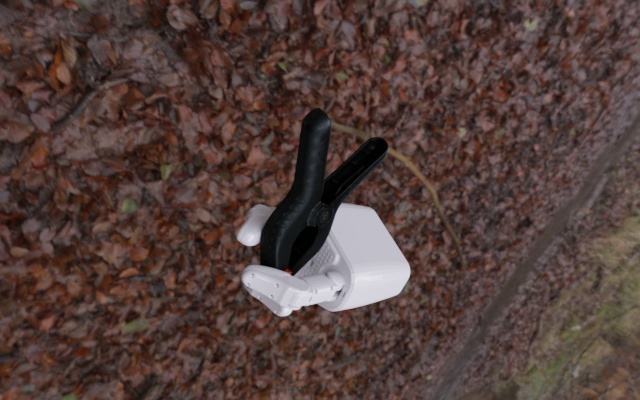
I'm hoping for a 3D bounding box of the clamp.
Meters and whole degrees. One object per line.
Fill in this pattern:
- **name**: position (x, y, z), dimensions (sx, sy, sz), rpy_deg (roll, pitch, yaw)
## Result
- **clamp**: position (0.000, 0.002, 0.443), dimensions (0.120, 0.171, 0.039), rpy_deg (3, 31, -46)
